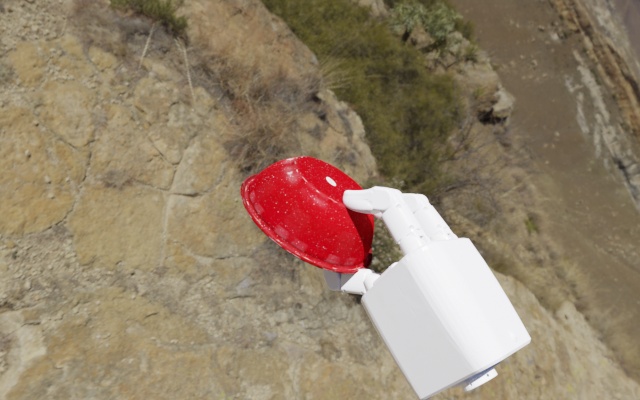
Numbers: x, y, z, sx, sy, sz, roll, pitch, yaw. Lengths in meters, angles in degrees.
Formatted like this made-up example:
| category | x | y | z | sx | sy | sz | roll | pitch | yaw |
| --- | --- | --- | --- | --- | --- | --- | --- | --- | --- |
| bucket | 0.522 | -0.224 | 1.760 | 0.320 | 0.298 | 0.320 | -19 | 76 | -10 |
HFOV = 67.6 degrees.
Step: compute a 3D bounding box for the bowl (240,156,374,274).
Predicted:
| category | x | y | z | sx | sy | sz | roll | pitch | yaw |
| --- | --- | --- | --- | --- | --- | --- | --- | --- | --- |
| bowl | -0.001 | 0.000 | 0.505 | 0.162 | 0.055 | 0.162 | 27 | 23 | -13 |
